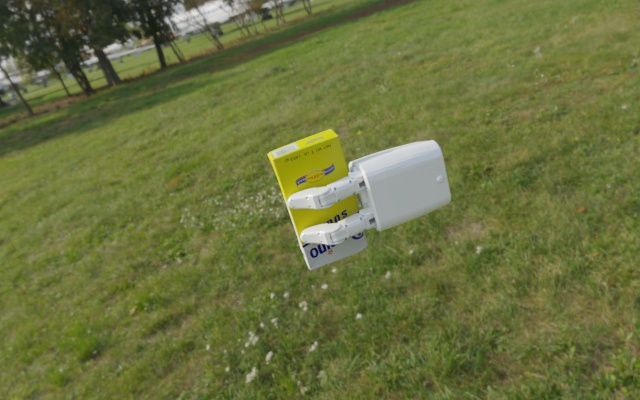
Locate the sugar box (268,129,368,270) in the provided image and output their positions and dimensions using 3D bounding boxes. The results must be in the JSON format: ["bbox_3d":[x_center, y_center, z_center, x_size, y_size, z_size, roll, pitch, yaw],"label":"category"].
[{"bbox_3d":[0.000,0.002,0.653,0.093,0.176,0.048,-21,24,-6],"label":"sugar box"}]
